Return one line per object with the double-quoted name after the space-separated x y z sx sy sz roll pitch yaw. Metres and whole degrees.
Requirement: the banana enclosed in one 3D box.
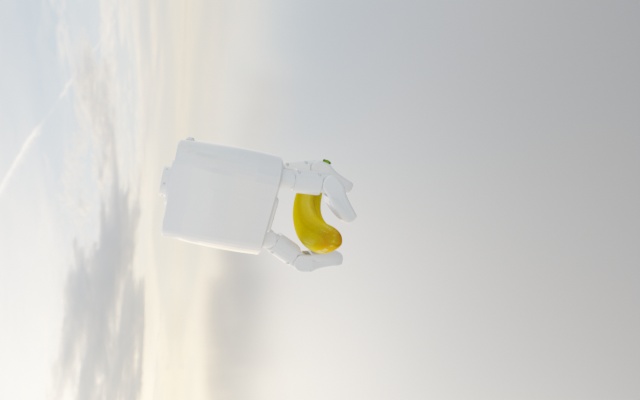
-0.008 0.015 0.581 0.037 0.070 0.197 20 27 -16 "banana"
